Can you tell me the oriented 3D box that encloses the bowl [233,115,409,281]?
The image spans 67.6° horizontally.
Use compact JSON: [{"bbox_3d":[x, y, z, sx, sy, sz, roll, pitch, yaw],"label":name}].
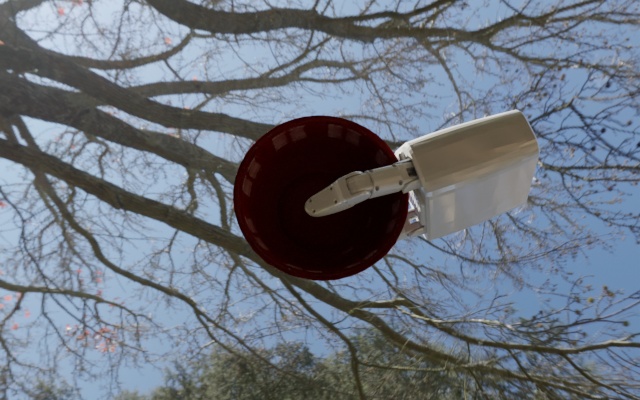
[{"bbox_3d":[-0.001,0.002,0.461,0.162,0.162,0.055,0,-19,-2],"label":"bowl"}]
